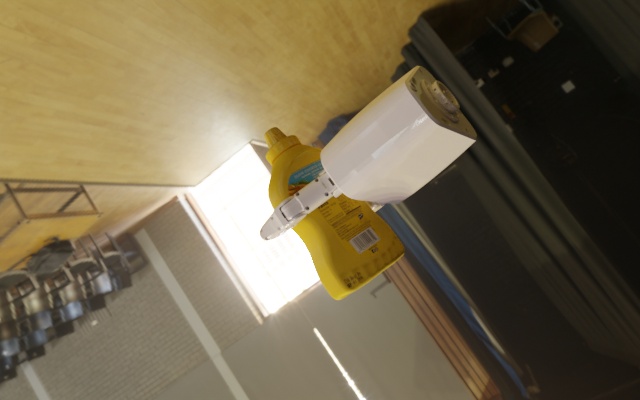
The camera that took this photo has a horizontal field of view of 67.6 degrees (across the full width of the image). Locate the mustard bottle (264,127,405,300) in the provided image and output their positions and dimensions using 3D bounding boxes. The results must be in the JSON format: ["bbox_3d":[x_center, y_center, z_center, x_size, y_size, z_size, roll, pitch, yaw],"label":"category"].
[{"bbox_3d":[0.000,0.002,0.505,0.096,0.191,0.058,-29,-11,-34],"label":"mustard bottle"}]
